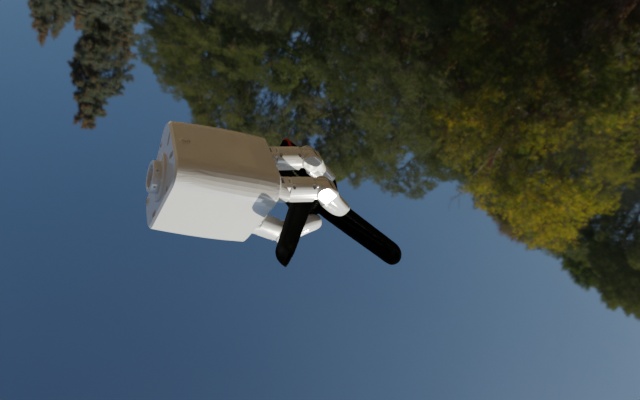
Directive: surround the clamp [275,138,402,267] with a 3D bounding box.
[{"bbox_3d":[-0.001,0.002,0.575,0.164,0.036,0.209,11,37,-31],"label":"clamp"}]
